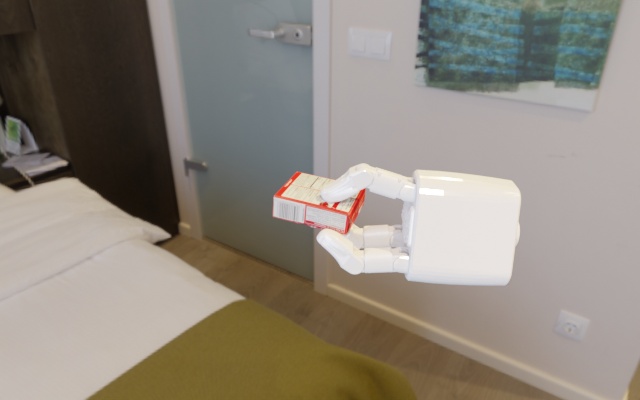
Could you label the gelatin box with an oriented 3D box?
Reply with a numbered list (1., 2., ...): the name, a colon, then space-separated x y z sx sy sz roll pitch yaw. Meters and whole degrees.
1. gelatin box: 0.000 0.001 0.540 0.089 0.030 0.073 13 29 13
